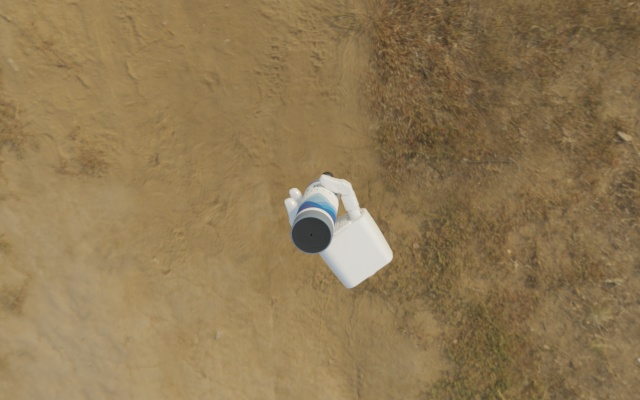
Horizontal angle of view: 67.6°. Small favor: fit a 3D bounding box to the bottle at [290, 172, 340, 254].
[{"bbox_3d":[0.000,0.003,0.880,0.069,0.069,0.295,0,20,6],"label":"bottle"}]
